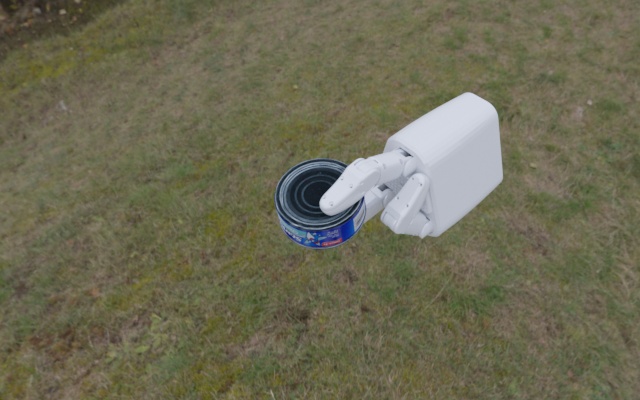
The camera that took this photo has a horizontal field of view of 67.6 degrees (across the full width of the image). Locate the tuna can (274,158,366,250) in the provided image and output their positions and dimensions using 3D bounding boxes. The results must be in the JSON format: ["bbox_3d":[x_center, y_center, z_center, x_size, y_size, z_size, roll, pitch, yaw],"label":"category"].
[{"bbox_3d":[0.000,0.001,0.453,0.086,0.086,0.034,0,-36,8],"label":"tuna can"}]
